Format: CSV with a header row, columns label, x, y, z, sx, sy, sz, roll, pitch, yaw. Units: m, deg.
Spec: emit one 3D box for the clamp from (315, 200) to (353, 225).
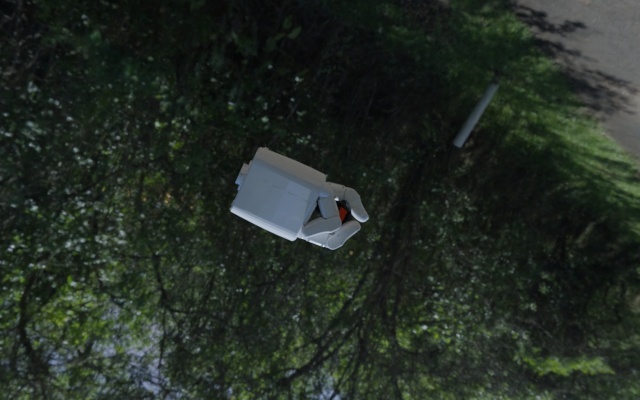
label,x,y,z,sx,sy,sz,roll,pitch,yaw
clamp,0.000,0.003,0.798,0.120,0.039,0.171,24,2,-10
